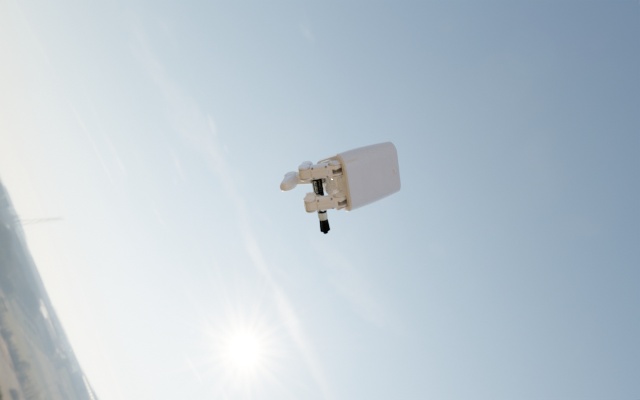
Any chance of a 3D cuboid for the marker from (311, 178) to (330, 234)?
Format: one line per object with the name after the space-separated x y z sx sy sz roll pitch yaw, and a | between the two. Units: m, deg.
0.000 0.003 0.829 0.020 0.121 0.020 -9 21 3 | marker
